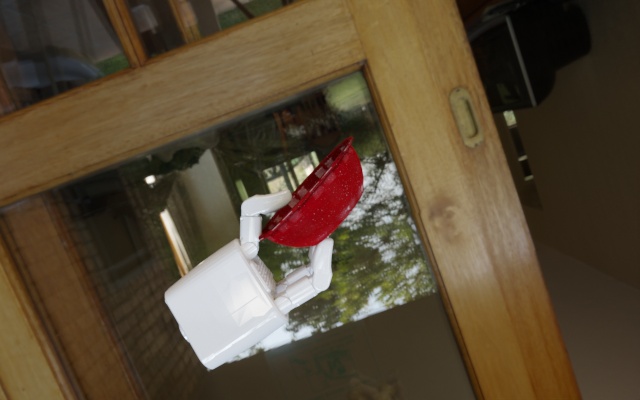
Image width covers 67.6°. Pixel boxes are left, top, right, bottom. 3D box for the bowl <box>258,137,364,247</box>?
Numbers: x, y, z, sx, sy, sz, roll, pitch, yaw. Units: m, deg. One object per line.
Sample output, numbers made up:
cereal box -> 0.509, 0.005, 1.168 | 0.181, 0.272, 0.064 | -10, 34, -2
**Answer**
bowl -> 0.001, 0.001, 0.561 | 0.055, 0.162, 0.162 | 42, -6, -7
